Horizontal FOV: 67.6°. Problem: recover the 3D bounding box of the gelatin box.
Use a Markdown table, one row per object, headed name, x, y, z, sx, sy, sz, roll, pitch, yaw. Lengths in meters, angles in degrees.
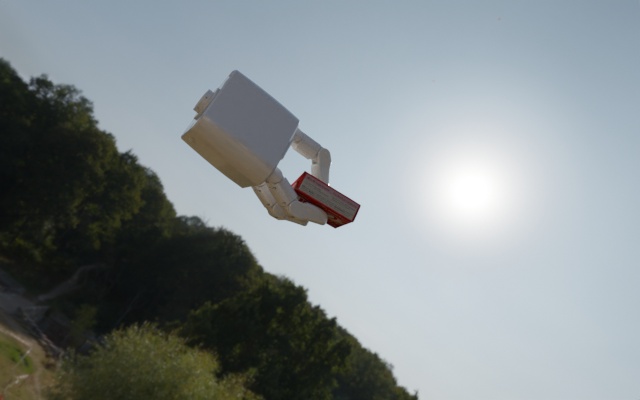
| name | x | y | z | sx | sy | sz | roll | pitch | yaw |
| --- | --- | --- | --- | --- | --- | --- | --- | --- | --- |
| gelatin box | 0.001 | 0.002 | 0.641 | 0.089 | 0.030 | 0.073 | 30 | -17 | -9 |
